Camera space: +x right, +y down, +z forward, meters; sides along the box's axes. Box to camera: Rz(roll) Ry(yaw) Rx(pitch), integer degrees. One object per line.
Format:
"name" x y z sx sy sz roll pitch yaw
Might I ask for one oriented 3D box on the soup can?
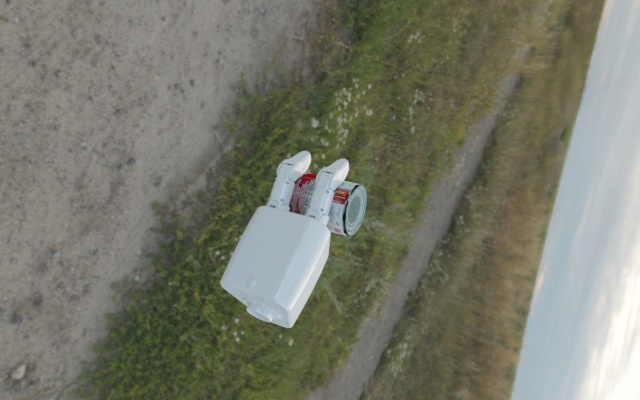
"soup can" 0.001 0.002 0.616 0.102 0.068 0.068 13 6 25
